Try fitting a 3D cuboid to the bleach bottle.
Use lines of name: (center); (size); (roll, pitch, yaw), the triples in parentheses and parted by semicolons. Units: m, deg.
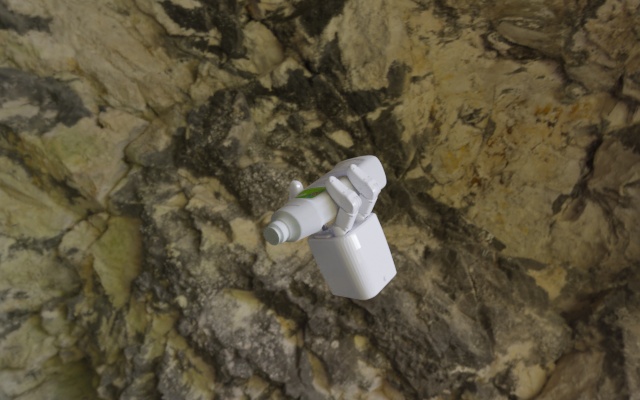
bleach bottle: (0.000, 0.002, 0.739); (0.102, 0.068, 0.250); (-13, 14, 42)
